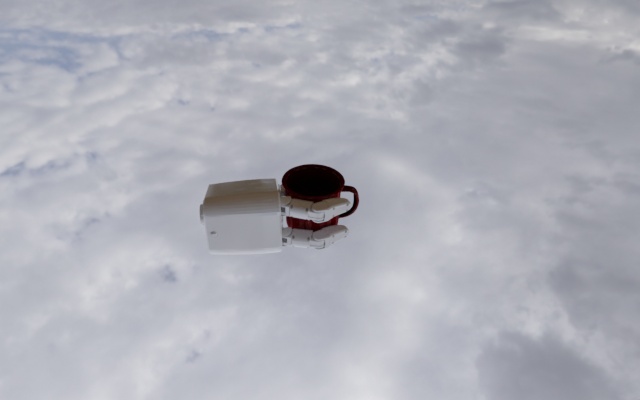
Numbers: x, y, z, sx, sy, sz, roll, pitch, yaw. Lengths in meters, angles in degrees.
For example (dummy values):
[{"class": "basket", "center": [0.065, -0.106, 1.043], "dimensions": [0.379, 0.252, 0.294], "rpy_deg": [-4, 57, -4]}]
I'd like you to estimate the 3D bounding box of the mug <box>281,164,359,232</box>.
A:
[{"class": "mug", "center": [0.002, 0.002, 0.724], "dimensions": [0.117, 0.082, 0.093], "rpy_deg": [-2, 35, -6]}]
